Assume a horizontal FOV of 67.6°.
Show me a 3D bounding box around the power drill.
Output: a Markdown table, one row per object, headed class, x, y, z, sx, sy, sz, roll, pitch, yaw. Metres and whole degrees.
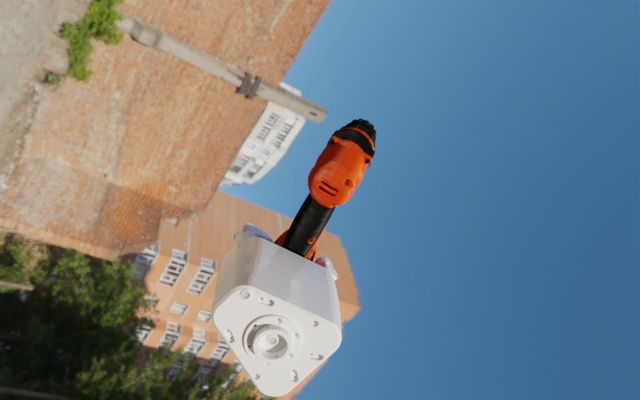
| class | x | y | z | sx | sy | sz | roll | pitch | yaw |
| --- | --- | --- | --- | --- | --- | --- | --- | --- | --- |
| power drill | 0.000 | 0.002 | 0.549 | 0.057 | 0.188 | 0.184 | 29 | 29 | 3 |
